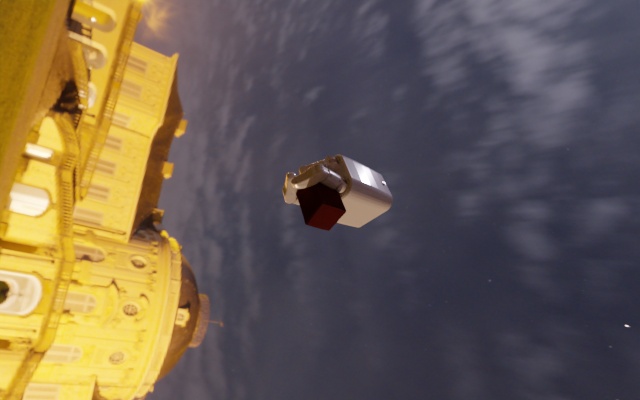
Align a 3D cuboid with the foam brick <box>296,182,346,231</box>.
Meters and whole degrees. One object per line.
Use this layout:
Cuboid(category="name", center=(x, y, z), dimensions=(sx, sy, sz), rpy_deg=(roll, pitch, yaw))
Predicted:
Cuboid(category="foam brick", center=(0.000, 0.003, 0.801), dimensions=(0.051, 0.078, 0.053), rpy_deg=(20, -56, -34))
